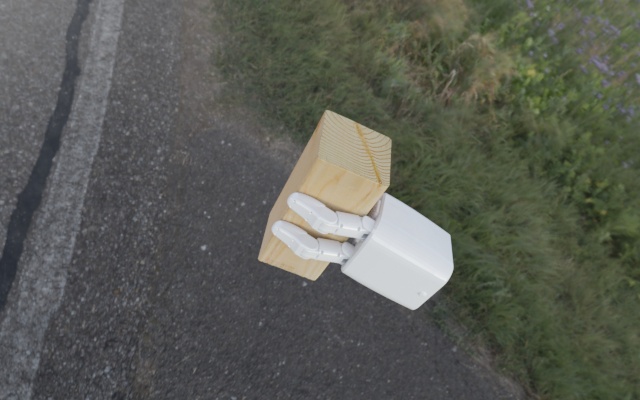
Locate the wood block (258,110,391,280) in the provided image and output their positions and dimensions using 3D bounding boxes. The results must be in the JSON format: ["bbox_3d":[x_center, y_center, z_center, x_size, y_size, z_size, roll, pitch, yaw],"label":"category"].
[{"bbox_3d":[0.001,0.002,0.611,0.090,0.090,0.206,22,-46,-11],"label":"wood block"}]
